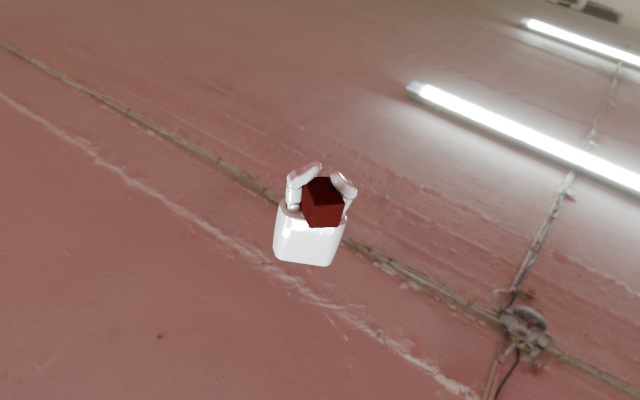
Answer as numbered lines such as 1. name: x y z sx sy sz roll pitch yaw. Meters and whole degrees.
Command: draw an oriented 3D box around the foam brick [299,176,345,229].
1. foam brick: 0.000 0.003 0.783 0.053 0.051 0.078 -1 38 -21
